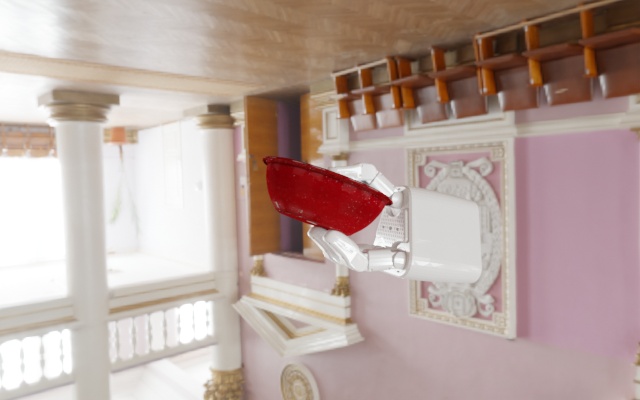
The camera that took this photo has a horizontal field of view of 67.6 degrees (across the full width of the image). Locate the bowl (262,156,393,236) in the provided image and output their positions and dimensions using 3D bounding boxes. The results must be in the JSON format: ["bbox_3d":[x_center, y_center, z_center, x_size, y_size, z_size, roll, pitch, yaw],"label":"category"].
[{"bbox_3d":[-0.001,0.002,0.561,0.162,0.055,0.162,19,-6,2],"label":"bowl"}]
